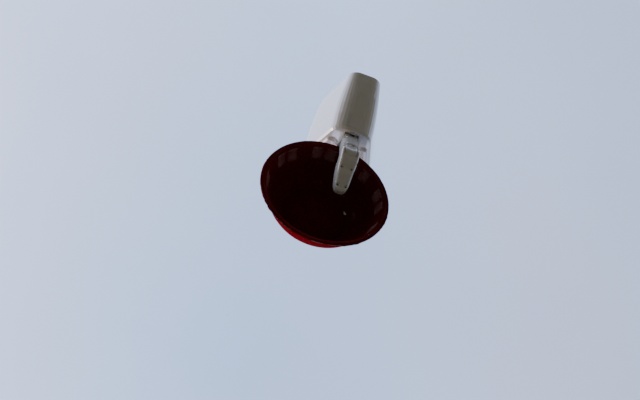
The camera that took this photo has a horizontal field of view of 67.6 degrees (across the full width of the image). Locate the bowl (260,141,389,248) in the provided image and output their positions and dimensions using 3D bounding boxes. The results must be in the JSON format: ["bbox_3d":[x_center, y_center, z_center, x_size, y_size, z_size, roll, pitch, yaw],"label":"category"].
[{"bbox_3d":[-0.001,0.003,0.591,0.162,0.162,0.055,0,-38,-21],"label":"bowl"}]
